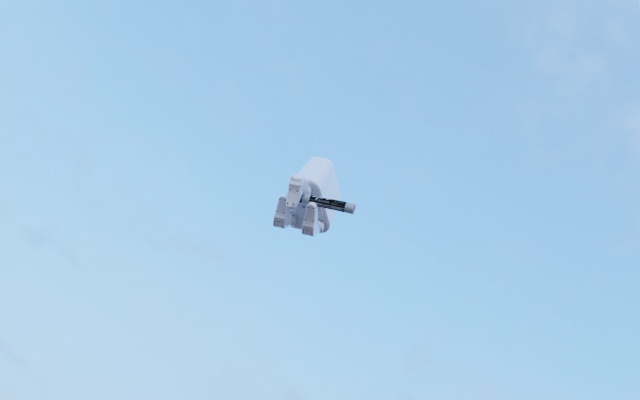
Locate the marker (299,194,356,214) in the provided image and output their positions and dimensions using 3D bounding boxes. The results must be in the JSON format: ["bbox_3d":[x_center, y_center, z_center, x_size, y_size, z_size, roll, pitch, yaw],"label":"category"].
[{"bbox_3d":[0.000,0.003,0.825,0.121,0.020,0.020,11,3,13],"label":"marker"}]
